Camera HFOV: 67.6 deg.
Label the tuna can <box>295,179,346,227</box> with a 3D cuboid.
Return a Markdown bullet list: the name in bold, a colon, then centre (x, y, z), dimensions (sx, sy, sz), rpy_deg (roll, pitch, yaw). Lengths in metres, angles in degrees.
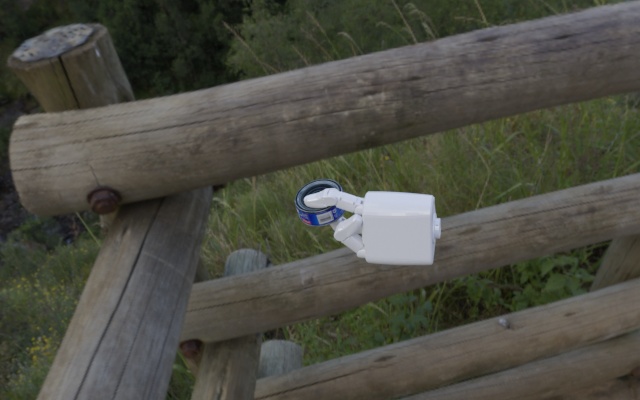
- **tuna can**: centre (0.000, 0.002, 0.812), dimensions (0.086, 0.034, 0.086), rpy_deg (-10, 41, 9)
